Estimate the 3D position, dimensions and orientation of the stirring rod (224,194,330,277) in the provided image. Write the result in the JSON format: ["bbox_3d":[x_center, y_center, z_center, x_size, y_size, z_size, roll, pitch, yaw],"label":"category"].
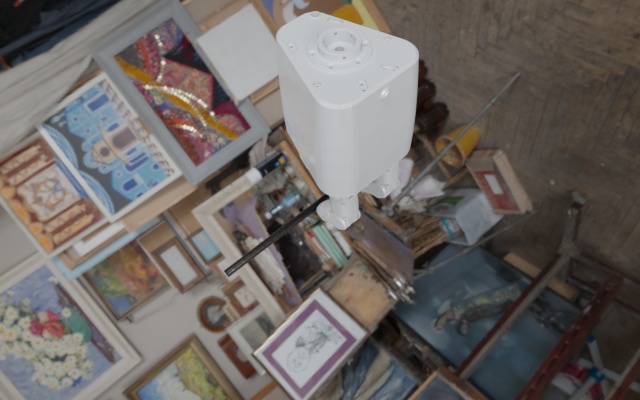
[{"bbox_3d":[0.000,0.002,0.497,0.239,0.011,0.011,-37,14,-20],"label":"stirring rod"}]
